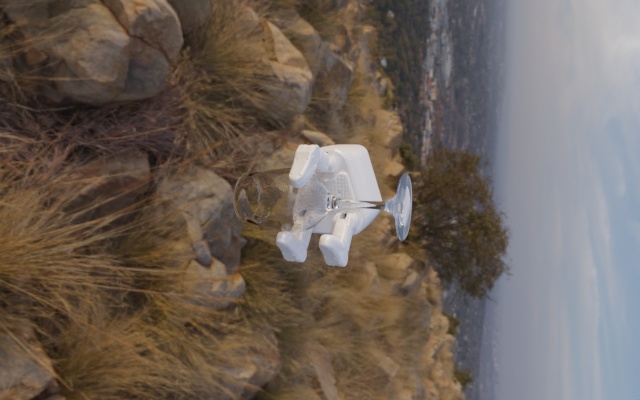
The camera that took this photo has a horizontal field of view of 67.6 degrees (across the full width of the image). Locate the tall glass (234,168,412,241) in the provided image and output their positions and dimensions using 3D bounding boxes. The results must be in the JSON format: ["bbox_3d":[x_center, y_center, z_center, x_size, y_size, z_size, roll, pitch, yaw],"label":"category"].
[{"bbox_3d":[0.001,0.002,0.558,0.201,0.079,0.079,3,1,22],"label":"tall glass"}]
